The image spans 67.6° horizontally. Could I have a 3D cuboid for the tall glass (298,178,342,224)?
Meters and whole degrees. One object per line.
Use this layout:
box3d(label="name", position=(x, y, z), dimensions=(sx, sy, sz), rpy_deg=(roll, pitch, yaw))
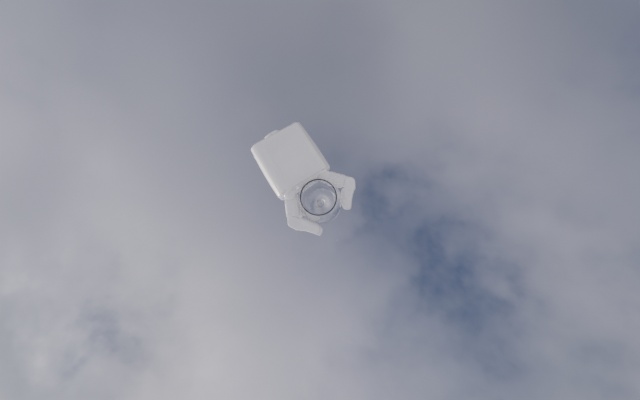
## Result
box3d(label="tall glass", position=(0.000, 0.003, 0.887), dimensions=(0.079, 0.079, 0.201), rpy_deg=(0, -5, 2))
